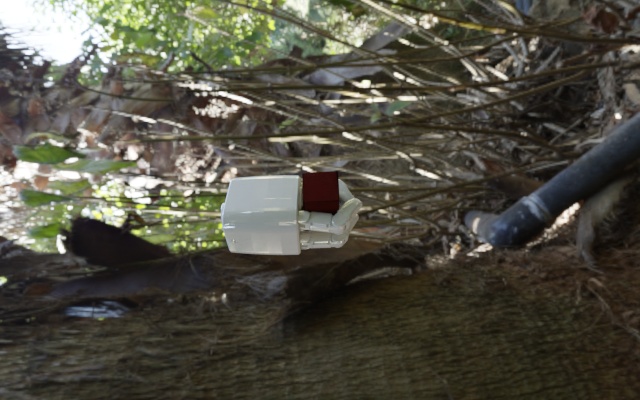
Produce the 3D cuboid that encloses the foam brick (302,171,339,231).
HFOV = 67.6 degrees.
[{"bbox_3d":[0.000,0.002,0.689,0.051,0.053,0.078,-1,-36,-1],"label":"foam brick"}]
